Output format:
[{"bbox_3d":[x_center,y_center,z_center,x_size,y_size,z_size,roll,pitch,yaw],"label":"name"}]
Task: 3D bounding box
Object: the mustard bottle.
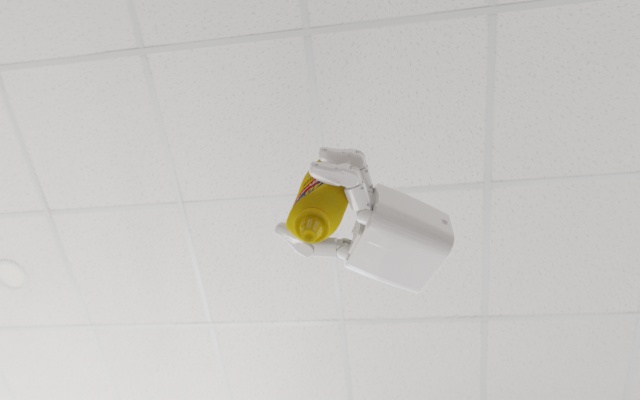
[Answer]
[{"bbox_3d":[0.000,0.002,0.613,0.096,0.058,0.191,-41,13,22],"label":"mustard bottle"}]
